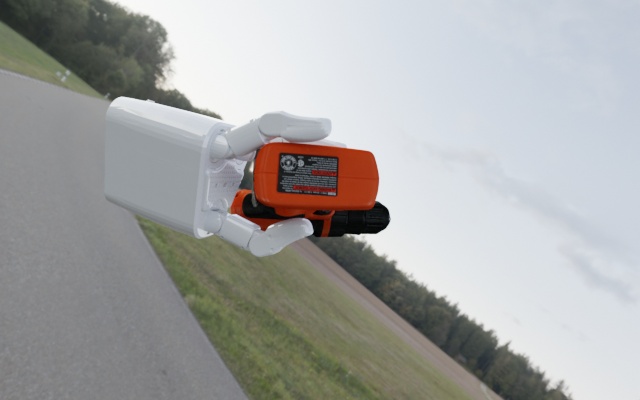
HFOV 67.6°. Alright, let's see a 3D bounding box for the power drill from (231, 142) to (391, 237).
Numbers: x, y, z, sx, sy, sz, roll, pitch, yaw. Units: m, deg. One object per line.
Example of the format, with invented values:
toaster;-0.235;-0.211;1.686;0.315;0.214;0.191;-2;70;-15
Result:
power drill;0.000;0.001;0.483;0.184;0.057;0.188;2;-14;-8
